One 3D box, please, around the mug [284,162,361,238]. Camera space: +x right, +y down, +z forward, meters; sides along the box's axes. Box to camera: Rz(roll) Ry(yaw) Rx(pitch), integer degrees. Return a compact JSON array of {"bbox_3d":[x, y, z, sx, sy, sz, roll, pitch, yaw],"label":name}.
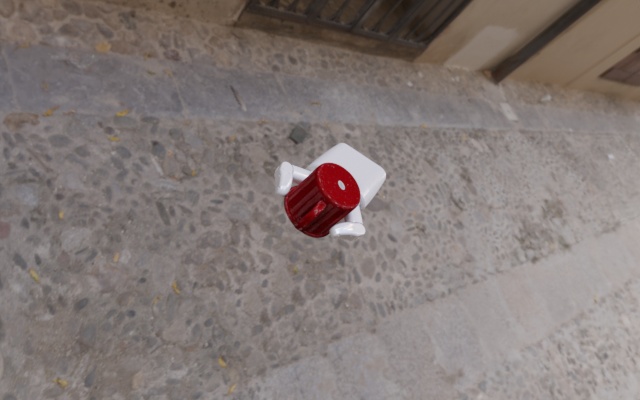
[{"bbox_3d":[0.000,0.003,0.701,0.081,0.093,0.117,-41,3,40],"label":"mug"}]
